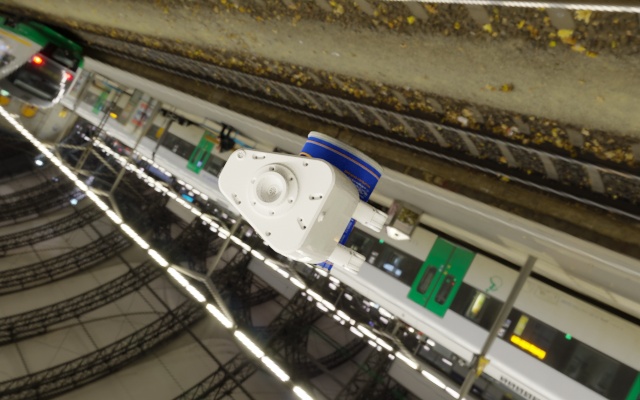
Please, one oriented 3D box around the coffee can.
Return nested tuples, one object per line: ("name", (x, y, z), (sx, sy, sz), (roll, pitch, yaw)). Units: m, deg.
("coffee can", (0.000, 0.002, 0.582), (0.103, 0.140, 0.103), (28, -2, 1))
